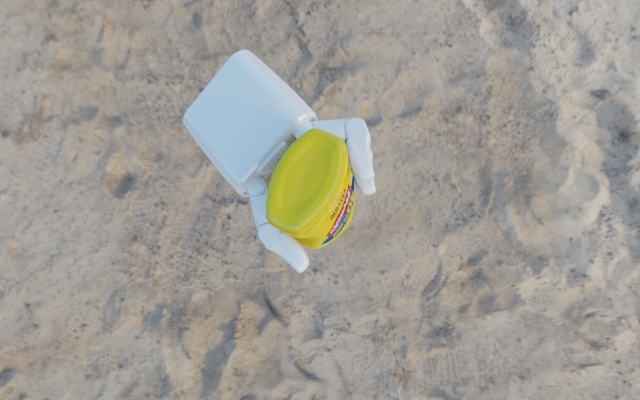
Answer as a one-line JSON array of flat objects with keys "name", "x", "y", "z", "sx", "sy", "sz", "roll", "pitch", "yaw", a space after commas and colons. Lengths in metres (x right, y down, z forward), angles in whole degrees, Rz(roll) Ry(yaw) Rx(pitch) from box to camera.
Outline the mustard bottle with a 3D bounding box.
[{"name": "mustard bottle", "x": 0.000, "y": 0.002, "z": 0.498, "sx": 0.058, "sy": 0.096, "sz": 0.192, "roll": 23, "pitch": -8, "yaw": 13}]
